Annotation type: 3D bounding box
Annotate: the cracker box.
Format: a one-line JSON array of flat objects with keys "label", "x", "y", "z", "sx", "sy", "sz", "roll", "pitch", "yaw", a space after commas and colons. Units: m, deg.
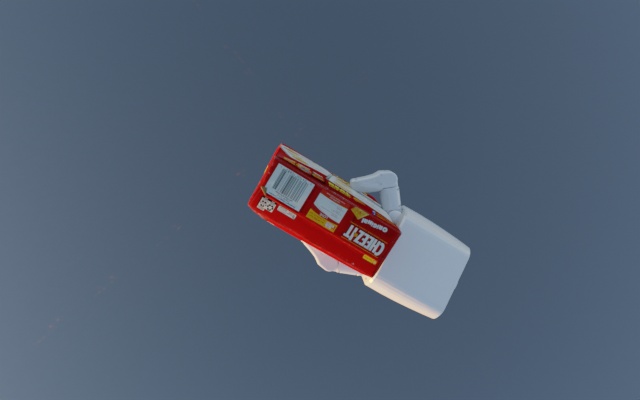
[{"label": "cracker box", "x": 0.000, "y": 0.002, "z": 0.615, "sx": 0.164, "sy": 0.072, "sz": 0.213, "roll": 30, "pitch": 7, "yaw": -8}]
